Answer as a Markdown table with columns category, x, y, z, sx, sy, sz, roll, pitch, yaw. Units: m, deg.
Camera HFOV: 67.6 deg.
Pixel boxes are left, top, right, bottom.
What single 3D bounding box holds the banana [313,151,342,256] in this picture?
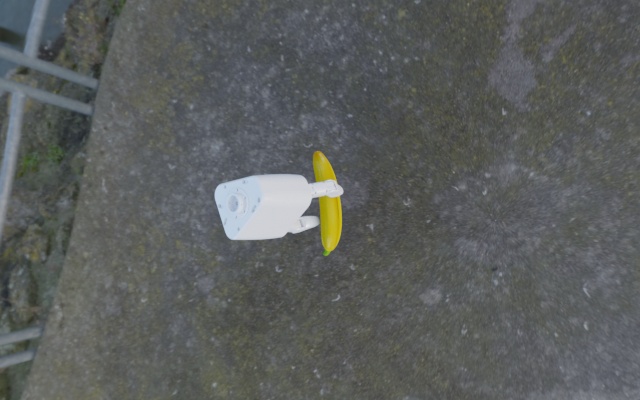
| category | x | y | z | sx | sy | sz | roll | pitch | yaw |
| --- | --- | --- | --- | --- | --- | --- | --- | --- | --- |
| banana | 0.010 | 0.006 | 0.870 | 0.037 | 0.198 | 0.069 | -5 | 2 | -31 |
